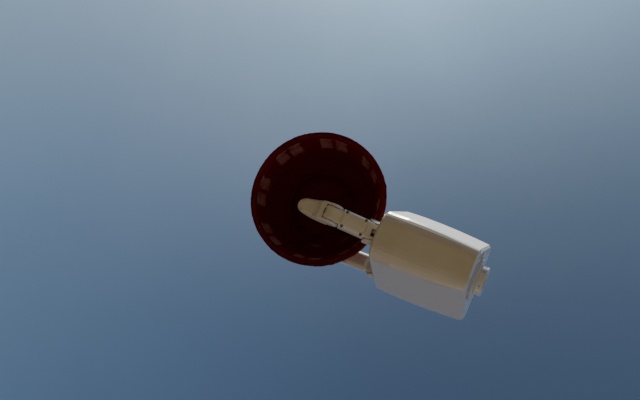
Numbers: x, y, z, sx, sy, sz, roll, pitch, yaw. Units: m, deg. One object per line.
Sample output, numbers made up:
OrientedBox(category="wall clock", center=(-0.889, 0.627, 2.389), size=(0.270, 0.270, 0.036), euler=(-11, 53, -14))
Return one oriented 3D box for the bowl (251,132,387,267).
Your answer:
OrientedBox(category="bowl", center=(-0.001, 0.001, 0.581), size=(0.162, 0.162, 0.055), euler=(0, -13, 9))
